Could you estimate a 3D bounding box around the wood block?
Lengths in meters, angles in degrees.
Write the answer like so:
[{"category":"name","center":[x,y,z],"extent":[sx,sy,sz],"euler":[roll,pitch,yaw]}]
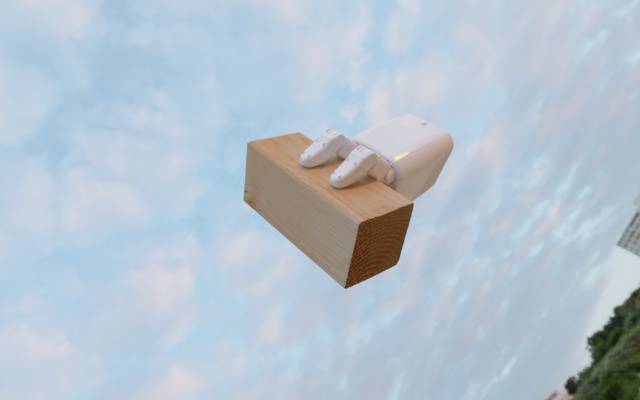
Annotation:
[{"category":"wood block","center":[0.000,0.002,0.584],"extent":[0.090,0.091,0.206],"euler":[-18,39,-37]}]
